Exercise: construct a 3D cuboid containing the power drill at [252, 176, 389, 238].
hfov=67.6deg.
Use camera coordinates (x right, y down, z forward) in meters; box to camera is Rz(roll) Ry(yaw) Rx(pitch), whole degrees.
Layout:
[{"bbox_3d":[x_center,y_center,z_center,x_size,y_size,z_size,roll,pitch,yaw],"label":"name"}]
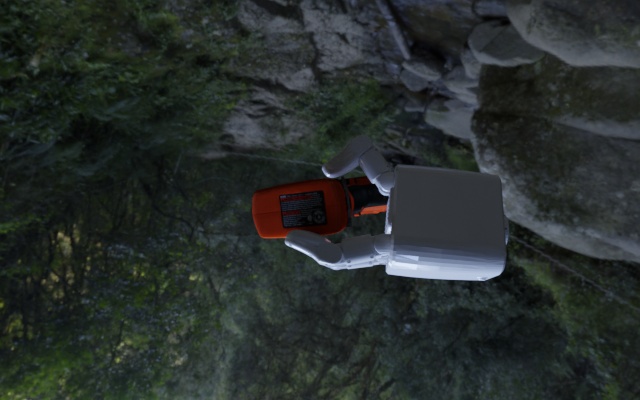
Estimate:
[{"bbox_3d":[0.000,0.002,0.568,0.184,0.057,0.187,-9,3,26],"label":"power drill"}]
